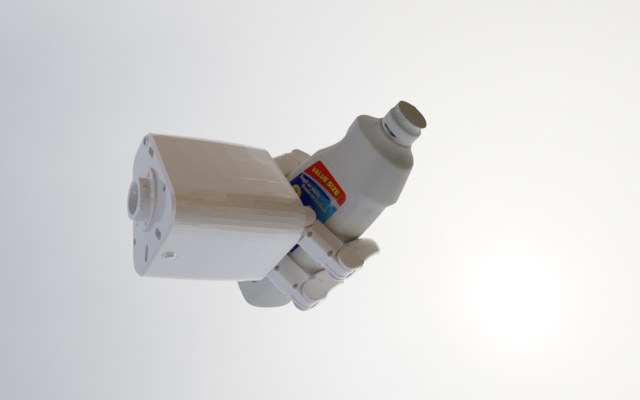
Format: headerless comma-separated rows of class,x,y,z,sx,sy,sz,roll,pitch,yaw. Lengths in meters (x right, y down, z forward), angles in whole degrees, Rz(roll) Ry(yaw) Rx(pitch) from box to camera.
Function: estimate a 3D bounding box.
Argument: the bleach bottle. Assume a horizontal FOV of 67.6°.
bleach bottle,0.000,0.002,0.439,0.068,0.102,0.251,6,-40,-37
